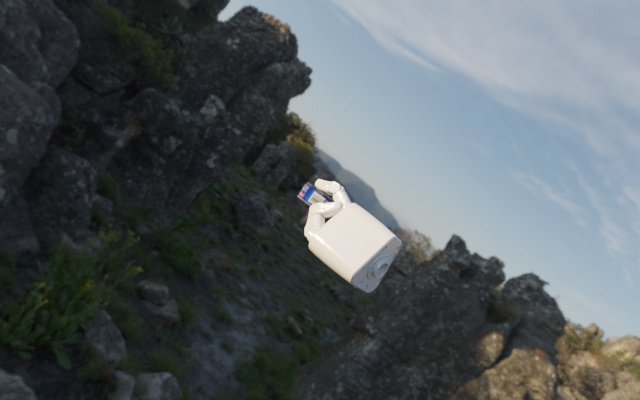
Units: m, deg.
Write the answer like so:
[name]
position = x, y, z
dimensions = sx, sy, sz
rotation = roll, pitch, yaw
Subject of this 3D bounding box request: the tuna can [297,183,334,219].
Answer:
[tuna can]
position = 0.000, 0.002, 0.897
dimensions = 0.086, 0.034, 0.086
rotation = 35, 0, 0
